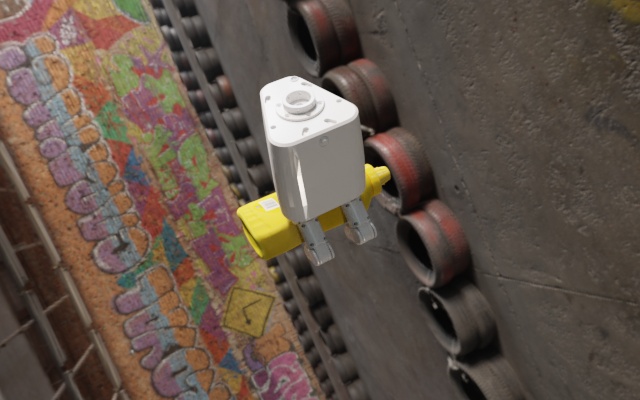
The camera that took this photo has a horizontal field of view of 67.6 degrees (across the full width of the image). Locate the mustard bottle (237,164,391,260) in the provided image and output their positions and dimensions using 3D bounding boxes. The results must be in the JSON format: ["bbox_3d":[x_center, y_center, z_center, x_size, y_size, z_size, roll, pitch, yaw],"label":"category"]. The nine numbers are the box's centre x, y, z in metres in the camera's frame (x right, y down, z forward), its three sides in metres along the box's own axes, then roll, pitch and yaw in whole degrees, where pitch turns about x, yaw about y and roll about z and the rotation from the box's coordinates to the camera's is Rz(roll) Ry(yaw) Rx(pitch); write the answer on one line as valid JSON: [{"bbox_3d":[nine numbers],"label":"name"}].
[{"bbox_3d":[0.000,0.002,0.581,0.191,0.058,0.096,-24,24,-15],"label":"mustard bottle"}]
